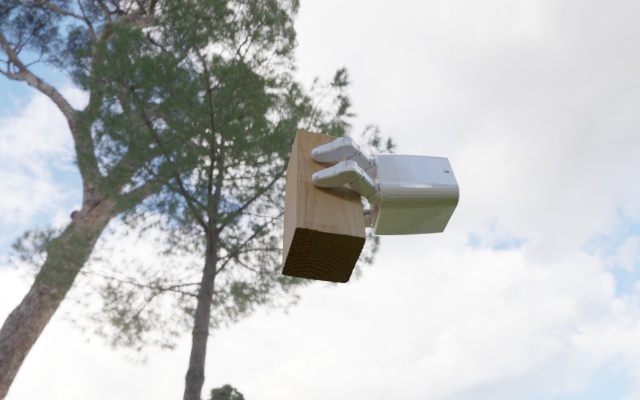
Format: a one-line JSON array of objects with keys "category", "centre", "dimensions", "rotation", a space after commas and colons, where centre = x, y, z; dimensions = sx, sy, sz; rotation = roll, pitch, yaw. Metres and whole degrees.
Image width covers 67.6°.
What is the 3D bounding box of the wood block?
[{"category": "wood block", "centre": [0.000, 0.002, 0.661], "dimensions": [0.090, 0.091, 0.206], "rotation": [9, 40, -10]}]
